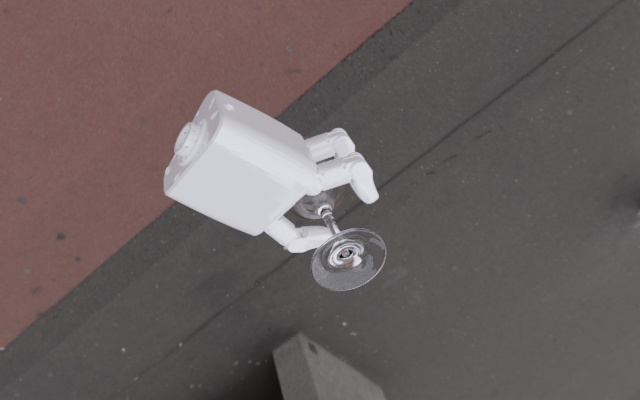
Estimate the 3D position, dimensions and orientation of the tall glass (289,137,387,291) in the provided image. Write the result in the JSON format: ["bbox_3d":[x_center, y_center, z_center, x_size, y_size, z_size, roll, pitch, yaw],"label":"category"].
[{"bbox_3d":[0.000,0.002,0.521,0.079,0.079,0.201,0,33,-19],"label":"tall glass"}]
